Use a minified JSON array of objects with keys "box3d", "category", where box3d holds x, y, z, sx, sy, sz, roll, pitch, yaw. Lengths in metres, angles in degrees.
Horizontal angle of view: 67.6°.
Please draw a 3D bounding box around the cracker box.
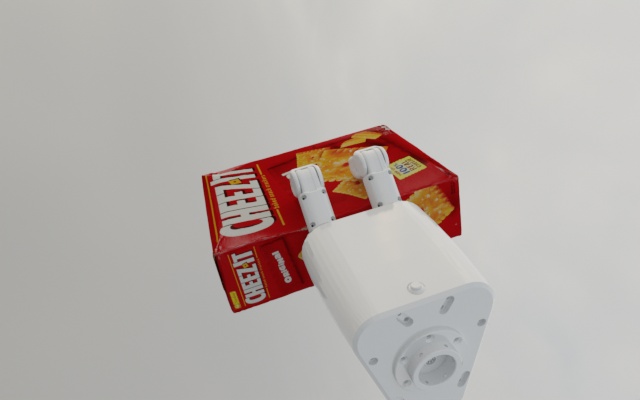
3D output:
[{"box3d":[0.000,0.002,0.464,0.213,0.072,0.164,-17,29,-9],"category":"cracker box"}]
